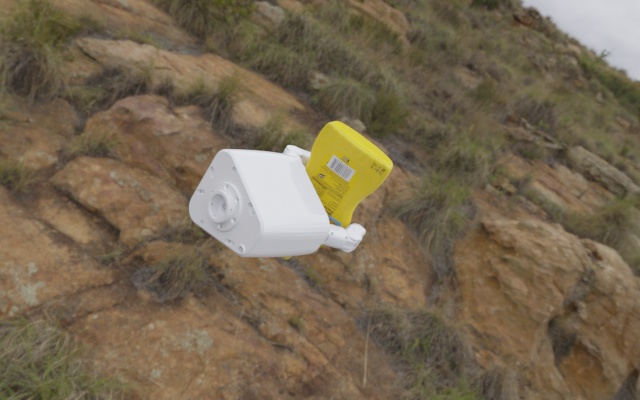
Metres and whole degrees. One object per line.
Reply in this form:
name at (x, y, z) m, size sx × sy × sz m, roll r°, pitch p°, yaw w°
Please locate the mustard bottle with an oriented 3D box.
mustard bottle at (0.000, 0.002, 0.609) m, size 0.096 × 0.192 × 0.058 m, roll 38°, pitch 22°, yaw 6°
